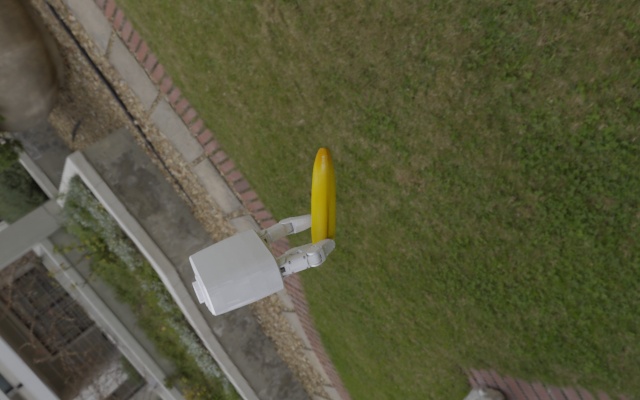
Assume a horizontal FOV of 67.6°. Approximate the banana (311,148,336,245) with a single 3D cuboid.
[{"bbox_3d":[0.003,0.017,0.733,0.037,0.198,0.069,-5,40,-7],"label":"banana"}]
